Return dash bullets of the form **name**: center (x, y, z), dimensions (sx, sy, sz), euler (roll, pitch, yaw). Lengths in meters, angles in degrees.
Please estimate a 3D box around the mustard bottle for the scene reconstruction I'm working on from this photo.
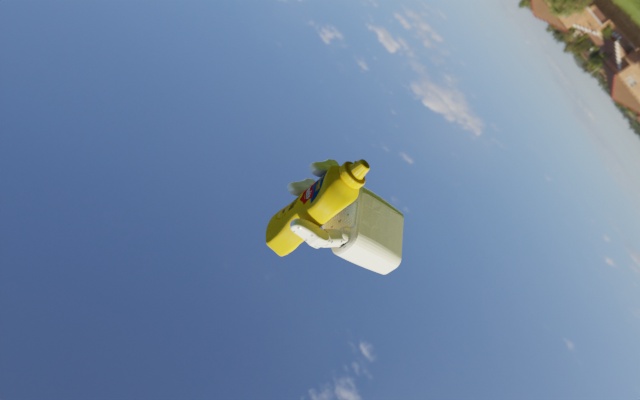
- **mustard bottle**: center (0.000, 0.002, 0.705), dimensions (0.192, 0.058, 0.096), euler (-39, 13, 32)
